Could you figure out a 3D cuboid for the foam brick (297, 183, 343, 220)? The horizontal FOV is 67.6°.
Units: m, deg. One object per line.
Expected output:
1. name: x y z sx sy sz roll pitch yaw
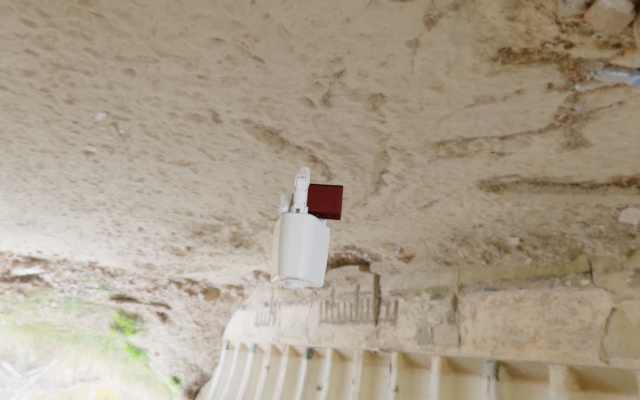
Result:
1. foam brick: 0.000 0.003 0.838 0.078 0.051 0.053 3 -17 5
